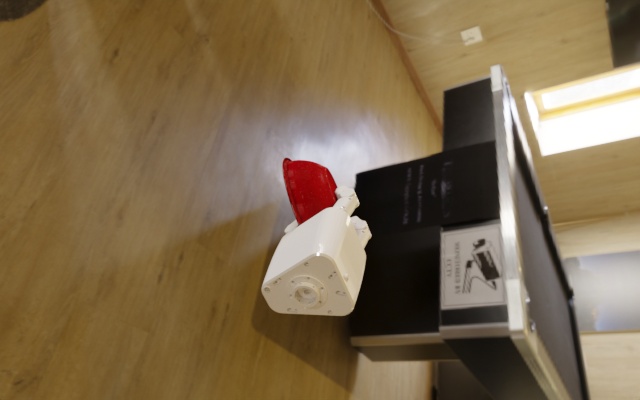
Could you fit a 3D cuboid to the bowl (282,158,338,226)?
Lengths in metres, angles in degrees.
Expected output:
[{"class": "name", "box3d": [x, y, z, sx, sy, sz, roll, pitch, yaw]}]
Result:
[{"class": "bowl", "box3d": [0.000, 0.001, 0.716, 0.055, 0.162, 0.162, -21, -3, 9]}]
